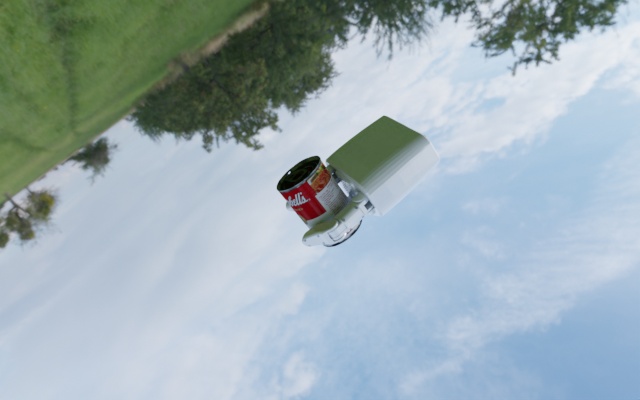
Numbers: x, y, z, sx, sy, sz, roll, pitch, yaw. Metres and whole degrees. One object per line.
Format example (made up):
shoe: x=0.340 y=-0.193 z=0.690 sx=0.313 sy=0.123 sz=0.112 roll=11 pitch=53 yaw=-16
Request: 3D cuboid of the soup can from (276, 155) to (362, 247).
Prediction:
soup can: x=0.000 y=0.003 z=0.618 sx=0.068 sy=0.102 sz=0.068 roll=-31 pitch=24 yaw=16
